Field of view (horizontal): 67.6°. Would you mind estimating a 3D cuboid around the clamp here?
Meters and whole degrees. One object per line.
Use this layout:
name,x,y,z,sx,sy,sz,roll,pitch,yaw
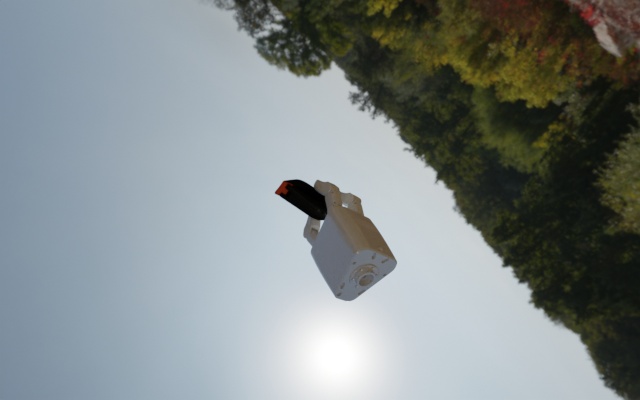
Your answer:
clamp,-0.001,0.003,0.867,0.210,0.036,0.164,26,20,-37
